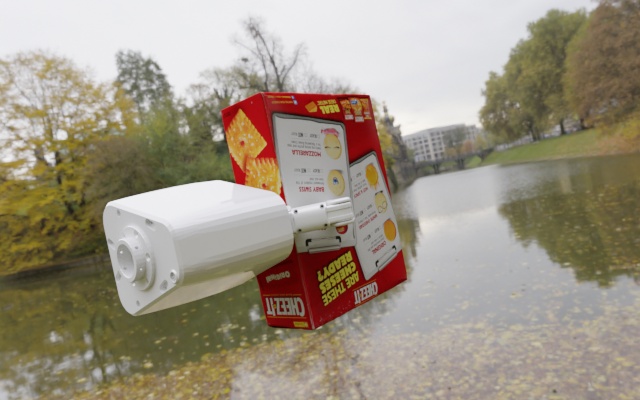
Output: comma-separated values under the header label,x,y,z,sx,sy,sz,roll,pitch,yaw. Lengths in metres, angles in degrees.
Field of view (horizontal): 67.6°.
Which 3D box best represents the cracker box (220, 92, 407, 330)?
label,x,y,z,sx,sy,sz,roll,pitch,yaw
cracker box,0.000,0.001,0.491,0.072,0.213,0.164,-10,2,42
